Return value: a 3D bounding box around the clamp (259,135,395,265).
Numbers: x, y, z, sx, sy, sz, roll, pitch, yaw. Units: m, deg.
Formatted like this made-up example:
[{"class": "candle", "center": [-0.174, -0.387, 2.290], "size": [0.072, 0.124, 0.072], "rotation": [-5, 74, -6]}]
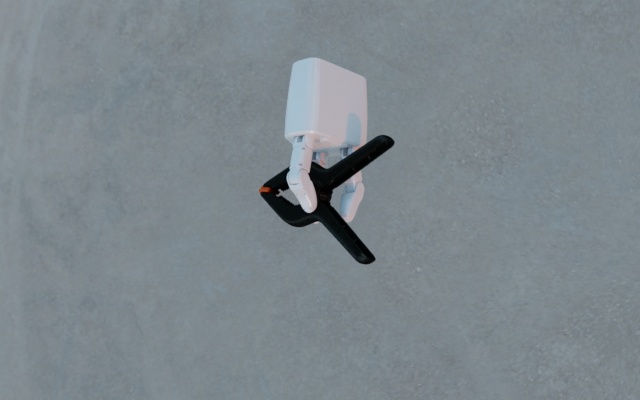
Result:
[{"class": "clamp", "center": [-0.001, 0.002, 0.646], "size": [0.210, 0.164, 0.036], "rotation": [-4, -15, 36]}]
